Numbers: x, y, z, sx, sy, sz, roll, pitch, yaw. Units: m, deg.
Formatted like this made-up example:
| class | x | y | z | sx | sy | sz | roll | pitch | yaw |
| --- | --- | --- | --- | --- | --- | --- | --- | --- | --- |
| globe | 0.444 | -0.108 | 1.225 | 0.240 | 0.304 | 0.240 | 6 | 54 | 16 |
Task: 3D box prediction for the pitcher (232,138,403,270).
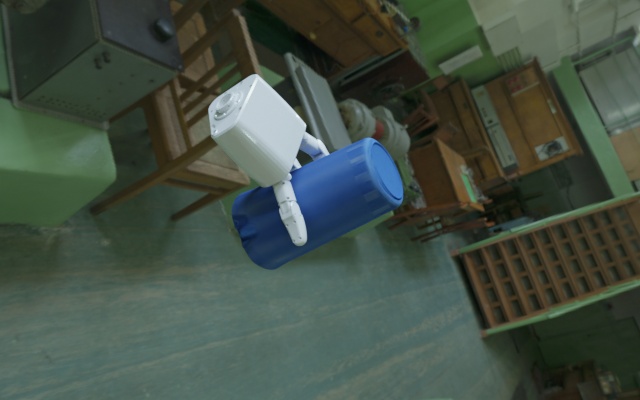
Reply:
| class | x | y | z | sx | sy | sz | roll | pitch | yaw |
| --- | --- | --- | --- | --- | --- | --- | --- | --- | --- |
| pitcher | 0.000 | 0.002 | 0.728 | 0.243 | 0.149 | 0.145 | -25 | -51 | 26 |
